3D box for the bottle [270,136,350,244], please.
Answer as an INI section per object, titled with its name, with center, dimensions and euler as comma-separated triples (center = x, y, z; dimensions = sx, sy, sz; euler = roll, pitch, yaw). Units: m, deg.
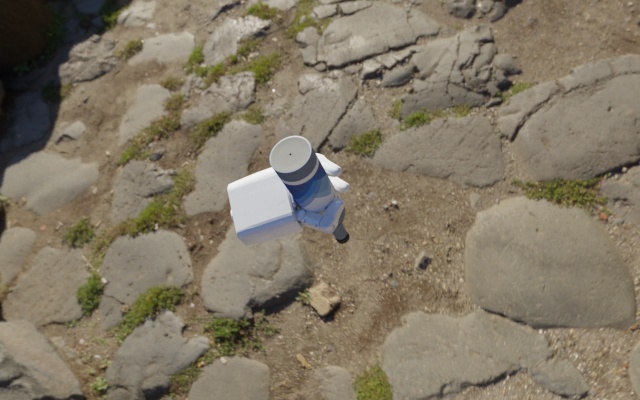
[bottle]
center = 0.000, 0.003, 0.819
dimensions = 0.069, 0.069, 0.296
euler = 0, -29, 20
